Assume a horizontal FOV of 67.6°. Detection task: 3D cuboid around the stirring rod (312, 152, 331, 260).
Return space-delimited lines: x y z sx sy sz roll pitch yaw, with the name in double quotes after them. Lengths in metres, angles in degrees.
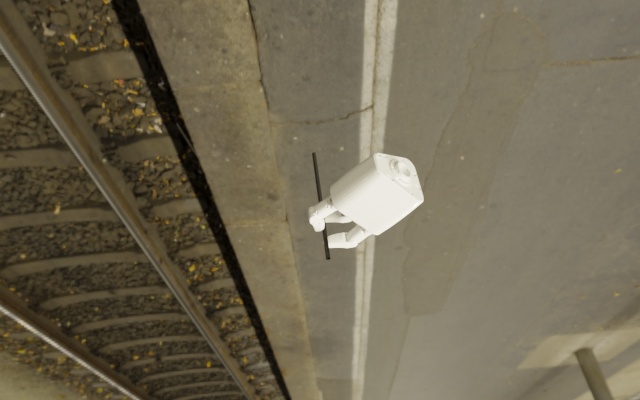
0.000 0.003 0.888 0.011 0.239 0.011 -5 -36 -4 "stirring rod"
